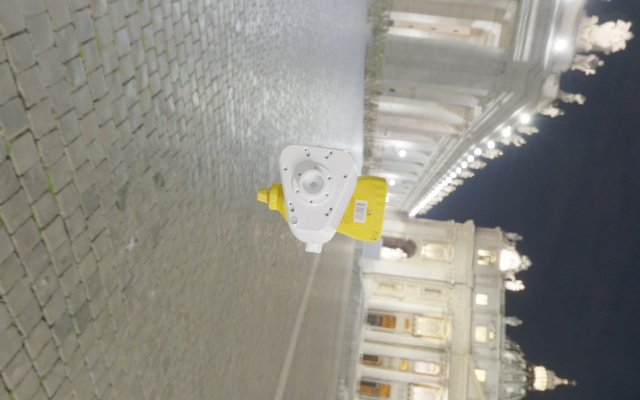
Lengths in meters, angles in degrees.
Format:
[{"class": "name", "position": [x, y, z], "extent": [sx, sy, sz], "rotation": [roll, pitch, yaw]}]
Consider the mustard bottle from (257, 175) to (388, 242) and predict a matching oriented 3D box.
[{"class": "mustard bottle", "position": [0.000, 0.002, 0.718], "extent": [0.191, 0.096, 0.058], "rotation": [7, 15, 4]}]
